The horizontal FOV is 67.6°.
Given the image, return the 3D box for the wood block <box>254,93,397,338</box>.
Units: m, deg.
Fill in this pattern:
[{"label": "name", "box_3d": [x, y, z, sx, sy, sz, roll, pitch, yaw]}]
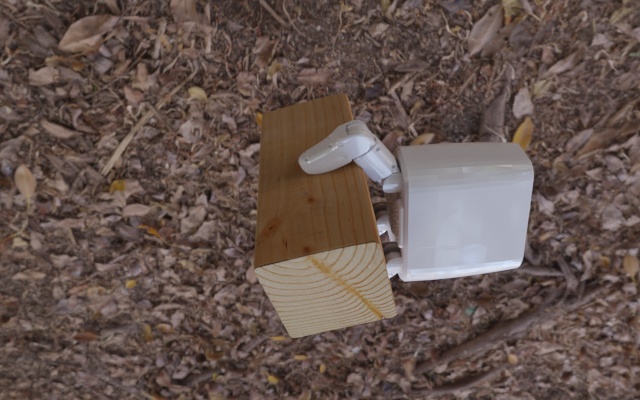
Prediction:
[{"label": "wood block", "box_3d": [0.000, 0.001, 0.425, 0.090, 0.091, 0.206, -13, 40, 6]}]
